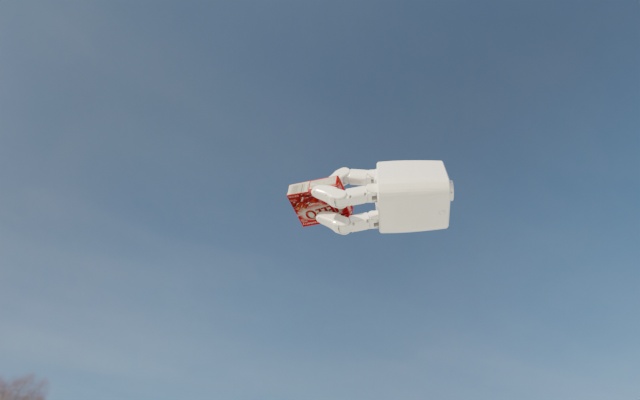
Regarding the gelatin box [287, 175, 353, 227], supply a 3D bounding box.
[{"bbox_3d":[0.000,0.002,0.772,0.089,0.073,0.030,-10,40,20],"label":"gelatin box"}]
